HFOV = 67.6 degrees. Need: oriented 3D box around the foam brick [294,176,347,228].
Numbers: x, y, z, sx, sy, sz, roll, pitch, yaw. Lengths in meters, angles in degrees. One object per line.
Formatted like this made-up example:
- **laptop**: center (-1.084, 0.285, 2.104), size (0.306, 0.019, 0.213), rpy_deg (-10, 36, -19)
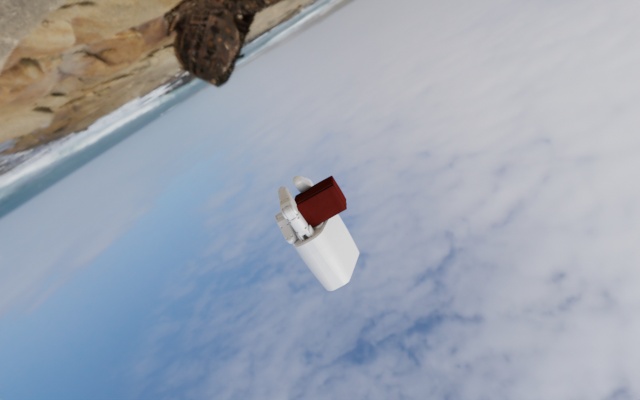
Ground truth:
- **foam brick**: center (0.000, 0.002, 0.810), size (0.078, 0.051, 0.053), rpy_deg (-29, 17, 12)
